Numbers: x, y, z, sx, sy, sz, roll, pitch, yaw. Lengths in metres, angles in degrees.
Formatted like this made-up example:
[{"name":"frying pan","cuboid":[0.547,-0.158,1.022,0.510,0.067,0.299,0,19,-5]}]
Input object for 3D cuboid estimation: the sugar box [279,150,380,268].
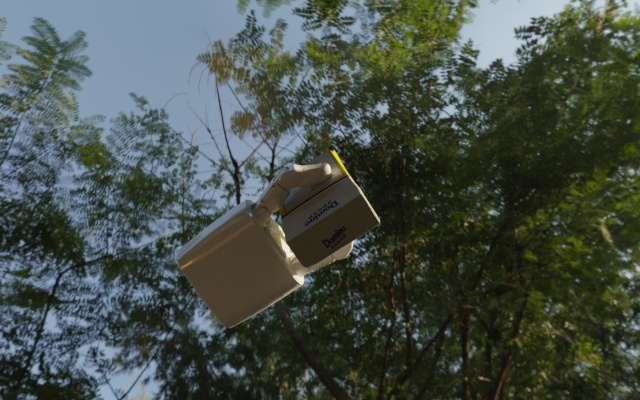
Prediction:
[{"name":"sugar box","cuboid":[0.000,0.002,0.555,0.093,0.048,0.176,-33,25,5]}]
